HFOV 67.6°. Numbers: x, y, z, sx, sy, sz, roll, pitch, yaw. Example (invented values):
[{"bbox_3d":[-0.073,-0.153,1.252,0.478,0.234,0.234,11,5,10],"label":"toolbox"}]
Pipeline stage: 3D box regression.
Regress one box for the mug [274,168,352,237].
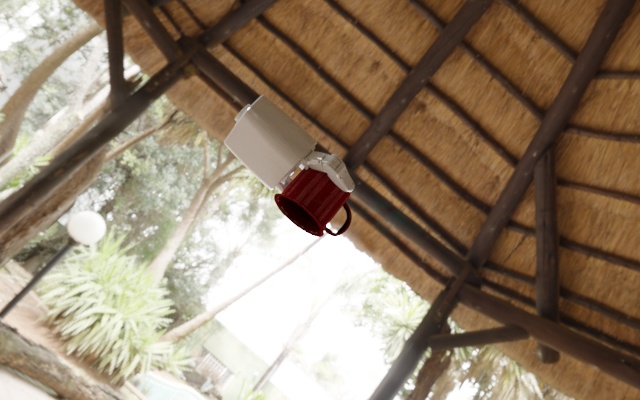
[{"bbox_3d":[0.001,0.003,0.715,0.117,0.081,0.093,43,-21,-9],"label":"mug"}]
